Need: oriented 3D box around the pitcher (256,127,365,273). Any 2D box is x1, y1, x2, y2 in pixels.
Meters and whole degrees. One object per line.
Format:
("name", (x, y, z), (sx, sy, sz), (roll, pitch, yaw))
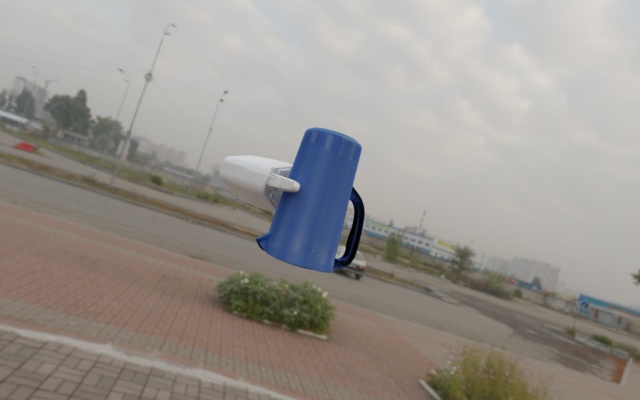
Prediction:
("pitcher", (0.000, 0.003, 0.857), (0.145, 0.243, 0.149), (16, -2, 24))
